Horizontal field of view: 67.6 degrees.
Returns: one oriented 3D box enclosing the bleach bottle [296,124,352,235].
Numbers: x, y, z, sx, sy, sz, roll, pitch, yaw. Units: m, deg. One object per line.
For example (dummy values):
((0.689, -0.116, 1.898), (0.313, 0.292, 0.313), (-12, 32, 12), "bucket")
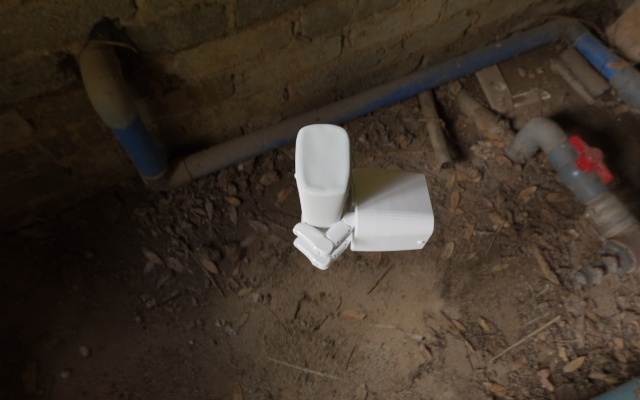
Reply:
((0.000, 0.002, 0.678), (0.068, 0.102, 0.251), (1, -24, -2), "bleach bottle")
